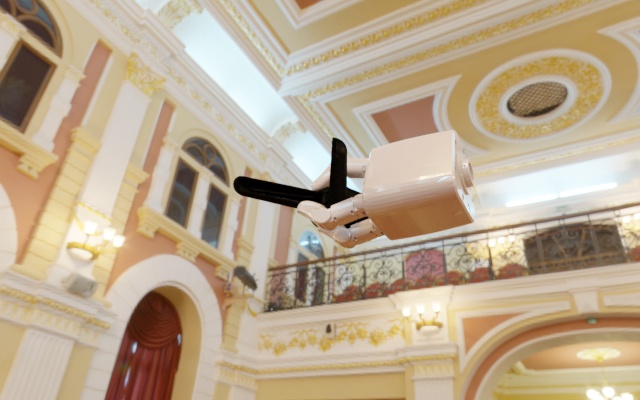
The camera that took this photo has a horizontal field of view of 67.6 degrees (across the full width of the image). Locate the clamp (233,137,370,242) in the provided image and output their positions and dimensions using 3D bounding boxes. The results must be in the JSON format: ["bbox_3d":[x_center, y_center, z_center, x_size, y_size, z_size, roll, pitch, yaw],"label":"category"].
[{"bbox_3d":[0.001,0.002,0.631,0.164,0.036,0.210,-13,-35,27],"label":"clamp"}]
